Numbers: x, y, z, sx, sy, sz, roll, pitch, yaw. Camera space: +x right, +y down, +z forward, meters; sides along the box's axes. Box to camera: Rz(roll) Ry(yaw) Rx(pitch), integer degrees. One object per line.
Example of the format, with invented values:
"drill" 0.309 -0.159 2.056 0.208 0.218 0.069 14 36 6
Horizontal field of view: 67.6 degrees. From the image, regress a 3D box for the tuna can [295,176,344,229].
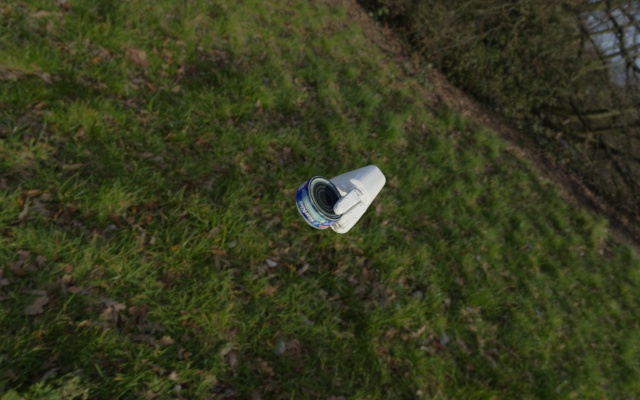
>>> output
"tuna can" 0.000 0.002 0.800 0.034 0.086 0.086 -33 -21 36
